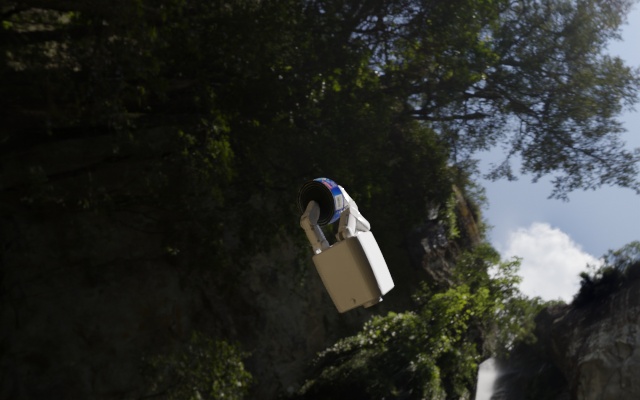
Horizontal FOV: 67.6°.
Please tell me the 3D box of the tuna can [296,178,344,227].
[{"bbox_3d":[0.000,0.003,0.861,0.086,0.086,0.033,0,11,37],"label":"tuna can"}]
